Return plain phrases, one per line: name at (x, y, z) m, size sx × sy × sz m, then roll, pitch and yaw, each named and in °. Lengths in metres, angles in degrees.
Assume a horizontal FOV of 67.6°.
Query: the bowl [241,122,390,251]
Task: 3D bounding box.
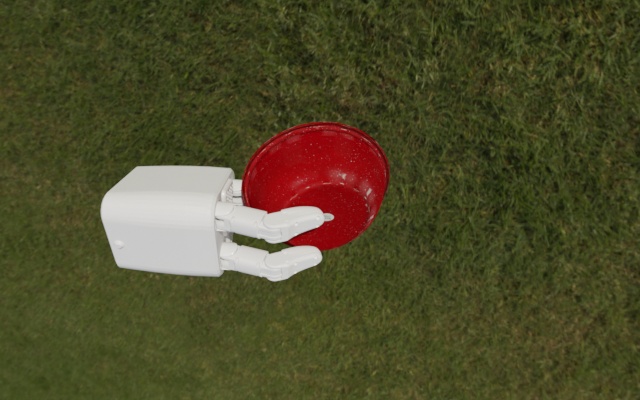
bowl at (0.001, 0.002, 0.495) m, size 0.162 × 0.162 × 0.055 m, roll 0°, pitch 40°, yaw -12°
